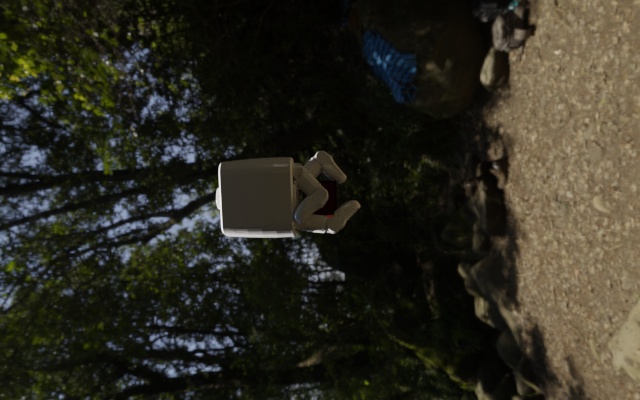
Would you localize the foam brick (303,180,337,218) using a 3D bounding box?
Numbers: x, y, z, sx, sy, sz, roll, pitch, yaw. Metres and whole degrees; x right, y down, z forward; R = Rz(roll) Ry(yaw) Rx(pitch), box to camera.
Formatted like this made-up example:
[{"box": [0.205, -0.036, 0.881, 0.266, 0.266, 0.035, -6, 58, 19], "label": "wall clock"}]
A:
[{"box": [0.000, 0.003, 0.746, 0.051, 0.053, 0.078, -1, -13, 2], "label": "foam brick"}]
